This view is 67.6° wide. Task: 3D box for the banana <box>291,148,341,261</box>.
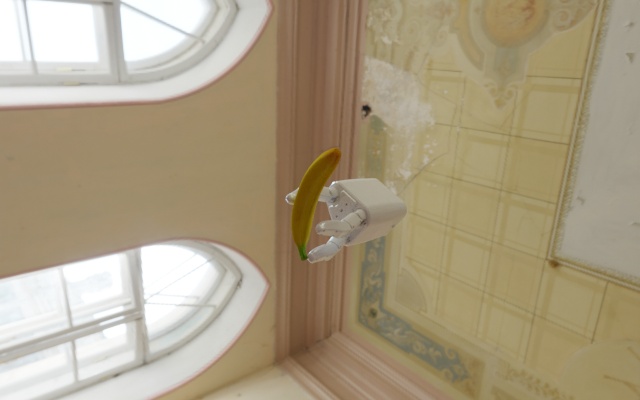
[{"bbox_3d":[-0.012,-0.003,0.776,0.037,0.198,0.069,-5,31,-41],"label":"banana"}]
